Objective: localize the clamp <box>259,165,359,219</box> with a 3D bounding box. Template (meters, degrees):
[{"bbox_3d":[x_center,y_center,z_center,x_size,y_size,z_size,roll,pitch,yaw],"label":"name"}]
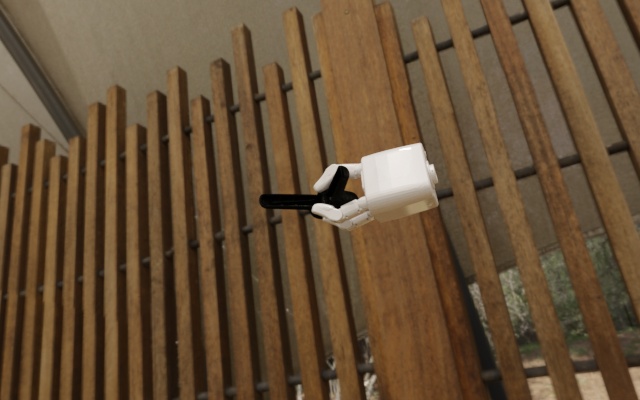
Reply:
[{"bbox_3d":[0.000,0.002,0.852,0.164,0.036,0.210,-16,-21,16],"label":"clamp"}]
